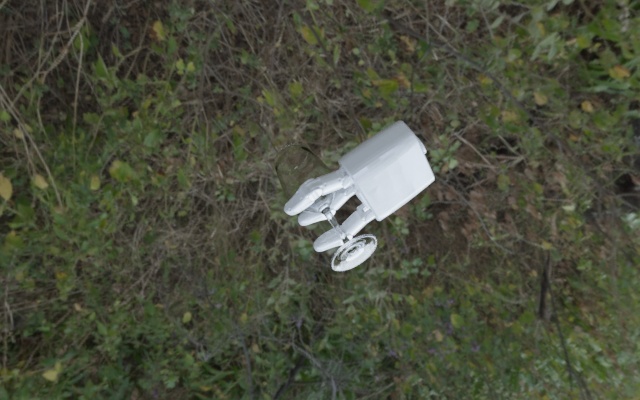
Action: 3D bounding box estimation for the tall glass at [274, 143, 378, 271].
[{"bbox_3d":[0.000,0.003,0.697,0.079,0.079,0.201,0,44,-41],"label":"tall glass"}]
